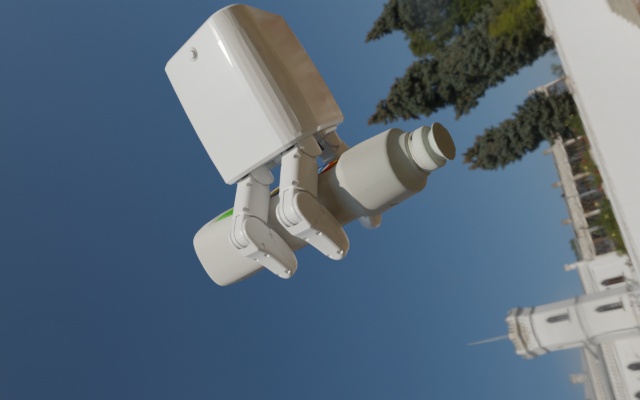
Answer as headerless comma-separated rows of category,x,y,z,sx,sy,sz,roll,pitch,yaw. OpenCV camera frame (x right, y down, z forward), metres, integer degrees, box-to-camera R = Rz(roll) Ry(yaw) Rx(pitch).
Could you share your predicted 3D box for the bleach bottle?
bleach bottle,0.000,0.001,0.404,0.251,0.068,0.102,-27,4,39
